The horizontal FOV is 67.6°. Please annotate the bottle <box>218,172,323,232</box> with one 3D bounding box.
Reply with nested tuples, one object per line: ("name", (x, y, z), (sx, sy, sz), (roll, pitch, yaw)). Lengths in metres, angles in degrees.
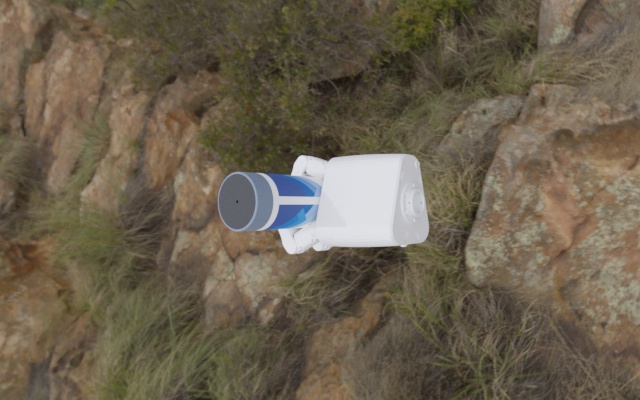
("bottle", (0.000, 0.002, 0.642), (0.069, 0.069, 0.296), (0, 0, 39))
